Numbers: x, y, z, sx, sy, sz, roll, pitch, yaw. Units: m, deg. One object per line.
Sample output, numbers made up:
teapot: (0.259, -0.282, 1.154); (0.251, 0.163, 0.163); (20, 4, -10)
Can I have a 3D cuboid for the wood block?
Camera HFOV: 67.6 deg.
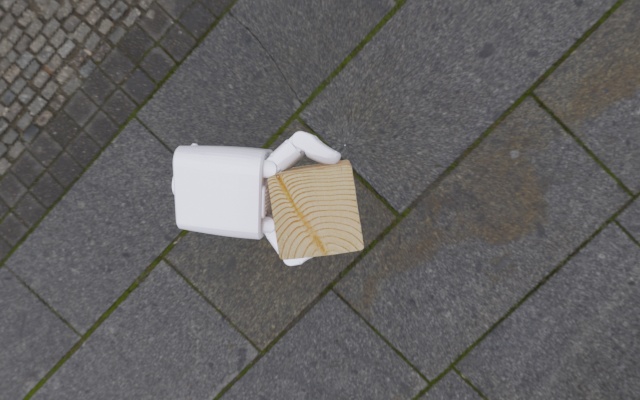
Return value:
wood block: (0.000, 0.002, 0.587); (0.090, 0.091, 0.206); (-8, 6, 4)
